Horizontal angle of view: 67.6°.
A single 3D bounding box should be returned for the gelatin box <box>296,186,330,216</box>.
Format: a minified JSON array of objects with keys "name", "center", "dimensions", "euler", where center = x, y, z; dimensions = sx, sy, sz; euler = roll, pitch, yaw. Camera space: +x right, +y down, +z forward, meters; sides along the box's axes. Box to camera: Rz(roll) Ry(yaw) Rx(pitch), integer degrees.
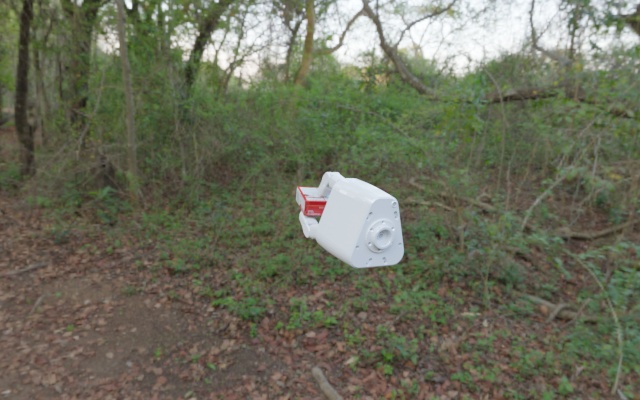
[{"name":"gelatin box","center":[0.000,0.002,0.837],"dimensions":[0.073,0.030,0.089],"euler":[3,17,-14]}]
